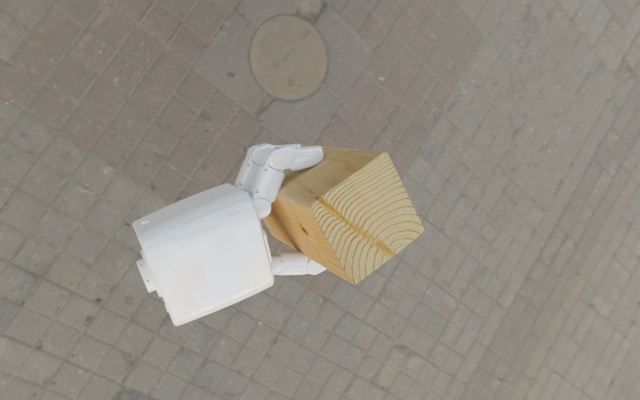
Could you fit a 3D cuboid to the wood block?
[{"bbox_3d":[0.000,0.002,0.511,0.090,0.091,0.206,-35,22,-17],"label":"wood block"}]
